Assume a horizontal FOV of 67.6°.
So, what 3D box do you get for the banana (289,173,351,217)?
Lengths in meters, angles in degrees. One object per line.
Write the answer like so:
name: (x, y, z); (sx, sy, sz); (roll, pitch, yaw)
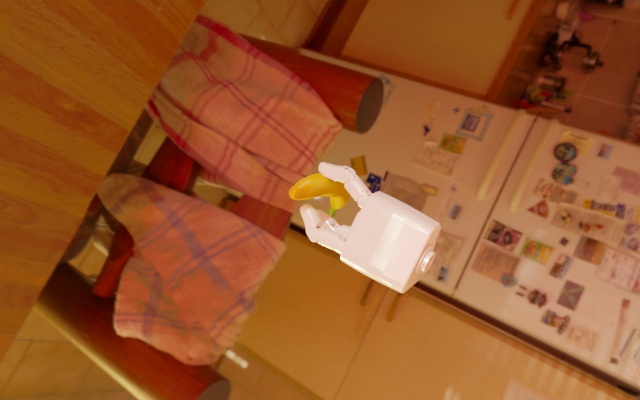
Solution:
banana: (0.011, -0.013, 0.780); (0.037, 0.069, 0.198); (32, 1, 24)
